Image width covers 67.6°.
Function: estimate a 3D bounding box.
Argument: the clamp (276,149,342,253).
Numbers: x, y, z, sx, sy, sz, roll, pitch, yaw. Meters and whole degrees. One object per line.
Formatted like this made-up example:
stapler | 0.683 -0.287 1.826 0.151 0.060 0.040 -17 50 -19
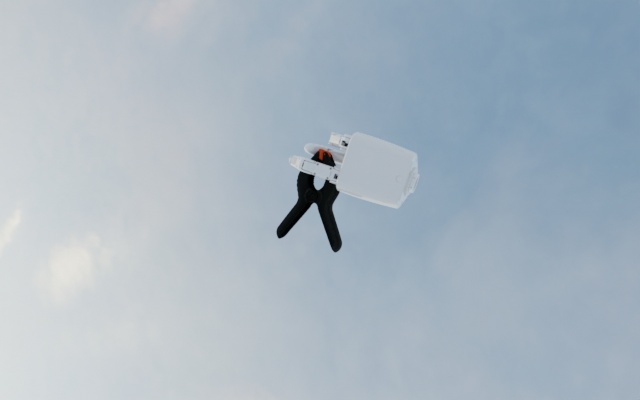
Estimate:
clamp | 0.000 0.002 0.806 0.120 0.171 0.039 20 8 16
